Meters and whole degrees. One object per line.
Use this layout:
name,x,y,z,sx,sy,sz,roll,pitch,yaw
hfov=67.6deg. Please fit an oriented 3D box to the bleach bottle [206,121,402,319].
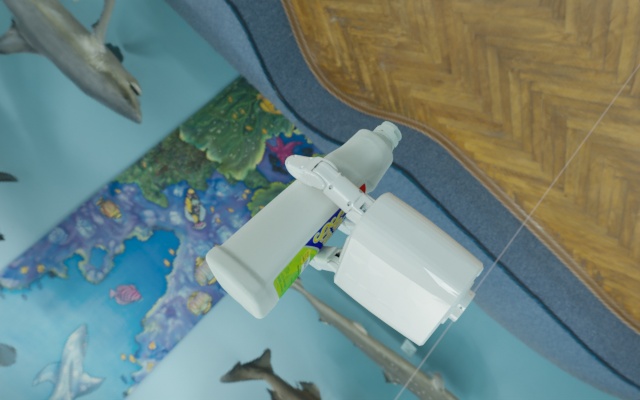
bleach bottle,0.000,0.002,0.491,0.068,0.250,0.103,37,-22,17
